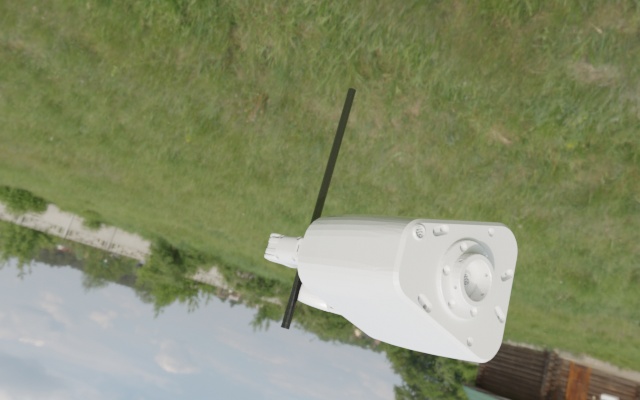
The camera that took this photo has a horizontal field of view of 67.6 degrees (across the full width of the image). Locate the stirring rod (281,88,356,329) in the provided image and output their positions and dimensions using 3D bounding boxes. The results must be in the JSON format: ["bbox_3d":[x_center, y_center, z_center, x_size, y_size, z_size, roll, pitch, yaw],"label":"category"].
[{"bbox_3d":[0.000,0.001,0.453,0.011,0.239,0.011,15,-13,4],"label":"stirring rod"}]
